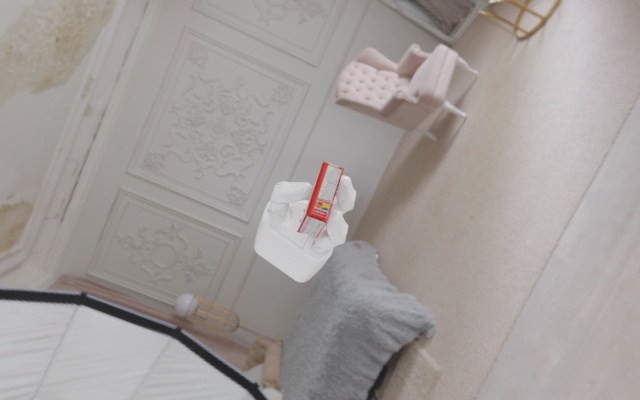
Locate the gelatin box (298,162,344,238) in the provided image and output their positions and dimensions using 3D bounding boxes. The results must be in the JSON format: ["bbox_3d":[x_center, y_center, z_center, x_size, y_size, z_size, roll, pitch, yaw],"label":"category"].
[{"bbox_3d":[0.000,0.002,0.606,0.030,0.073,0.089,19,-19,-2],"label":"gelatin box"}]
